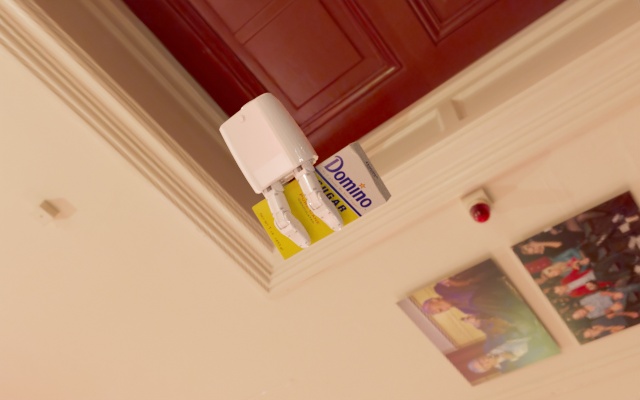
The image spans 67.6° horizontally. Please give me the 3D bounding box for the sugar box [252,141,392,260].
[{"bbox_3d":[0.000,0.002,0.671,0.176,0.093,0.048,-32,2,23],"label":"sugar box"}]
